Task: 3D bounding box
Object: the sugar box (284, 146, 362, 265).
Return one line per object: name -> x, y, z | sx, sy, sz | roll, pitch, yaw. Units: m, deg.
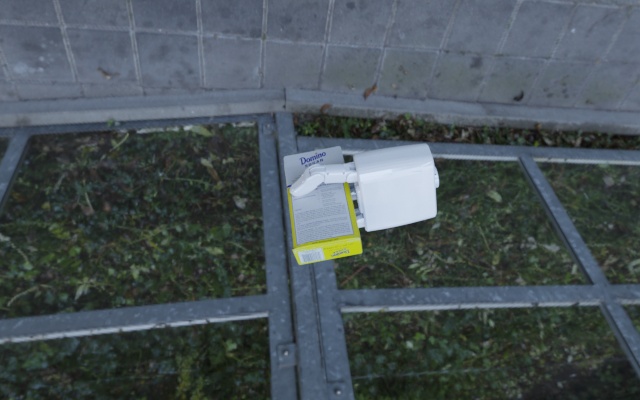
sugar box -> 0.000, 0.003, 0.699 | 0.093, 0.176, 0.048 | -10, -41, 2
